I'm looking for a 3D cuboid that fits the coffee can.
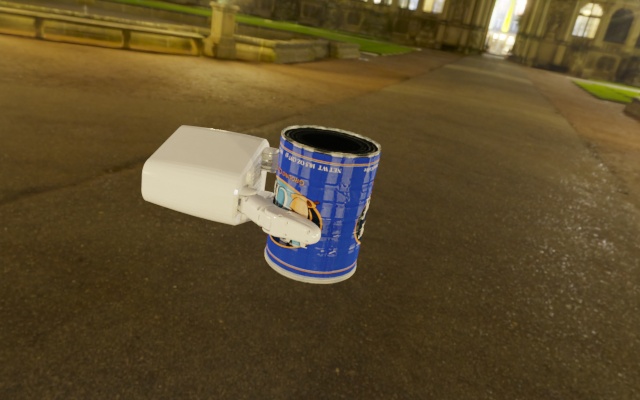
[{"bbox_3d":[0.000,0.002,0.506,0.103,0.140,0.102,9,21,-3],"label":"coffee can"}]
